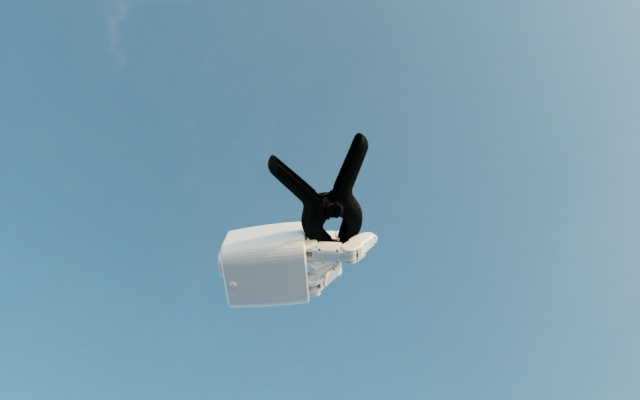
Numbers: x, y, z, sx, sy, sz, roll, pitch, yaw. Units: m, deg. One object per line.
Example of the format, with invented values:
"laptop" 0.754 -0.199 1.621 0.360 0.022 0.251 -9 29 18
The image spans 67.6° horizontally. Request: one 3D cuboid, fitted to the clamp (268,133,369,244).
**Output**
"clamp" 0.000 0.002 0.596 0.120 0.171 0.039 -4 28 -3
